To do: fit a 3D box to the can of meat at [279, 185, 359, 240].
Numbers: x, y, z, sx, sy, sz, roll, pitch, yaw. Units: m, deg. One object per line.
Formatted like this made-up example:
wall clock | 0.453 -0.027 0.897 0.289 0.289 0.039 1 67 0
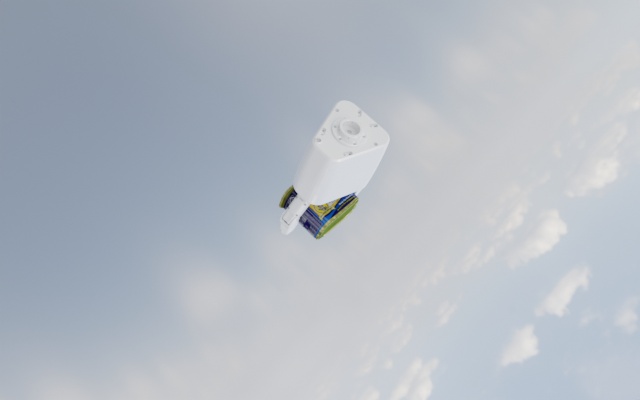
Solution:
can of meat | 0.000 0.003 0.756 0.102 0.084 0.057 -38 -14 -36
